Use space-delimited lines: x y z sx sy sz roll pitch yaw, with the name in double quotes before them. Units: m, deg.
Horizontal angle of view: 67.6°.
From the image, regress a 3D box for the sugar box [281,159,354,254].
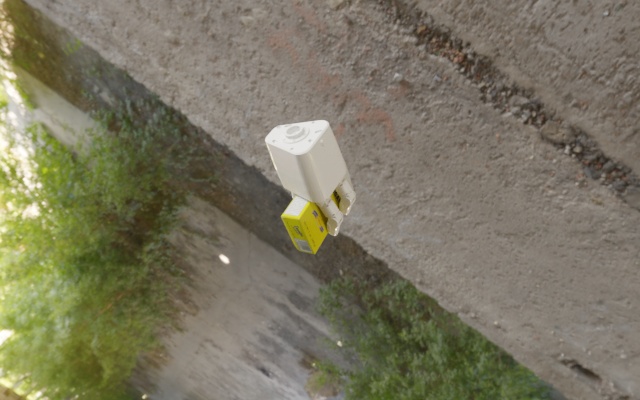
"sugar box" 0.001 0.003 0.881 0.048 0.093 0.176 9 49 32
